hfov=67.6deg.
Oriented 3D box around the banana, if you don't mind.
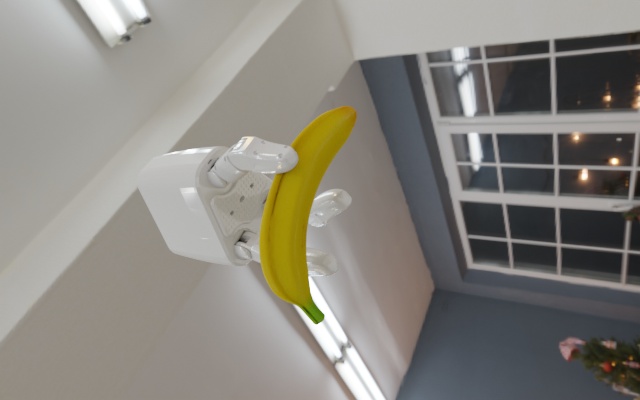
[{"bbox_3d":[-0.013,-0.001,0.403,0.037,0.197,0.070,-4,-21,44],"label":"banana"}]
